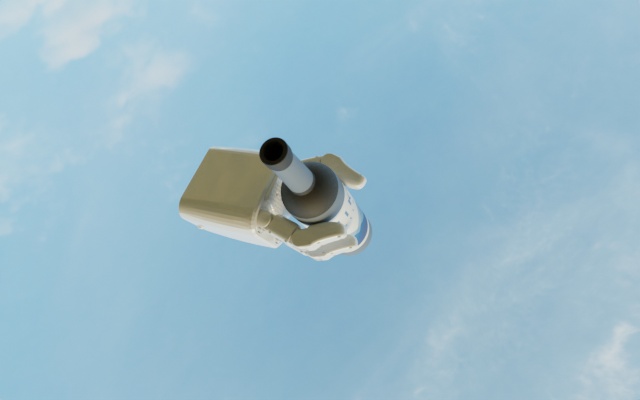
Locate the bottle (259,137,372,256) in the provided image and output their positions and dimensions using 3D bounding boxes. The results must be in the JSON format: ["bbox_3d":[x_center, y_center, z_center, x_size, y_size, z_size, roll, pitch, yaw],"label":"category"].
[{"bbox_3d":[0.000,0.002,0.552,0.069,0.069,0.296,0,-18,17],"label":"bottle"}]
